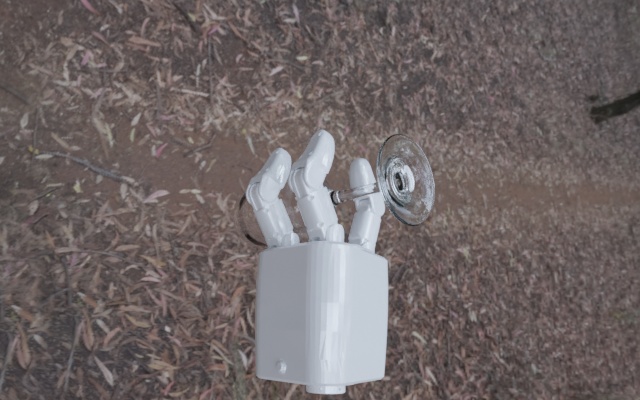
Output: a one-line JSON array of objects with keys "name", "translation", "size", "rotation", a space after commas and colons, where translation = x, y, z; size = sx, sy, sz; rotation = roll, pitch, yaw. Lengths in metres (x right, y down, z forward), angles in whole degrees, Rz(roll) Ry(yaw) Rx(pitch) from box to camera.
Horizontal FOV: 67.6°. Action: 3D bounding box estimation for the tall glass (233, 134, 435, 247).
[{"name": "tall glass", "translation": [0.001, 0.001, 0.445], "size": [0.079, 0.079, 0.201], "rotation": [0, -10, -45]}]
